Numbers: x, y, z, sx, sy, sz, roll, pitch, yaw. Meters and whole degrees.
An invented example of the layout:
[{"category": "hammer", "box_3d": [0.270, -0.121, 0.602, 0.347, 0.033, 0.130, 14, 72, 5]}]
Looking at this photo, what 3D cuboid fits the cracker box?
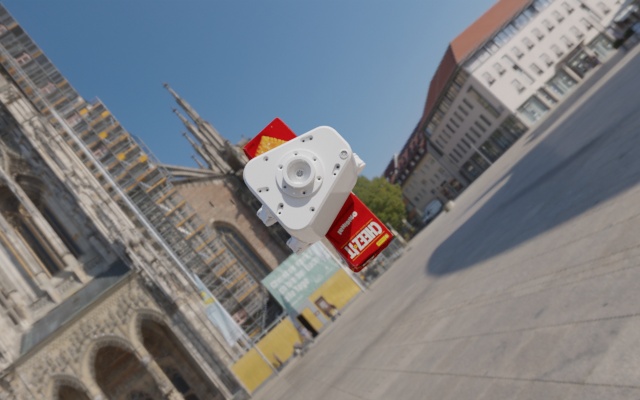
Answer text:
[{"category": "cracker box", "box_3d": [0.000, 0.002, 0.667, 0.072, 0.213, 0.164, -42, -11, -2]}]
